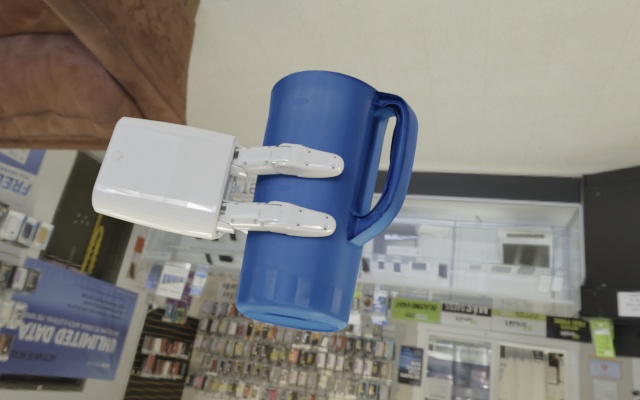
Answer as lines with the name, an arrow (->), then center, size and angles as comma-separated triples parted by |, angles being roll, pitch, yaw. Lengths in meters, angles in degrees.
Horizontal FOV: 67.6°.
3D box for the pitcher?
pitcher -> 0.000, 0.002, 0.479 | 0.145, 0.242, 0.149 | 13, -20, -8
